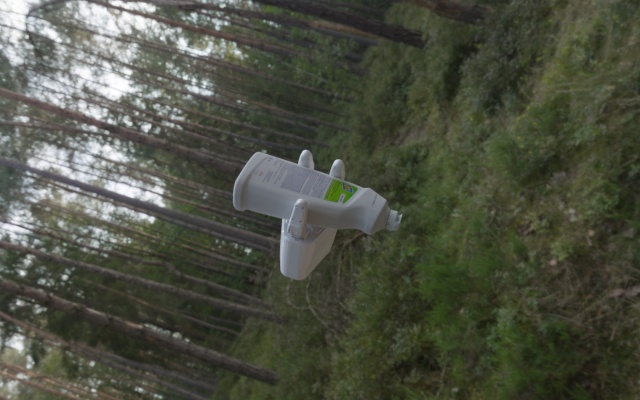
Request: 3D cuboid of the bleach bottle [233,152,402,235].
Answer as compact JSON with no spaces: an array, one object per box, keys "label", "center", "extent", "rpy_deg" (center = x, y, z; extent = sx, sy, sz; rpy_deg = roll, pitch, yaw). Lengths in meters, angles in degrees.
[{"label":"bleach bottle","center":[0.000,0.002,0.740],"extent":[0.251,0.068,0.102],"rpy_deg":[18,45,7]}]
